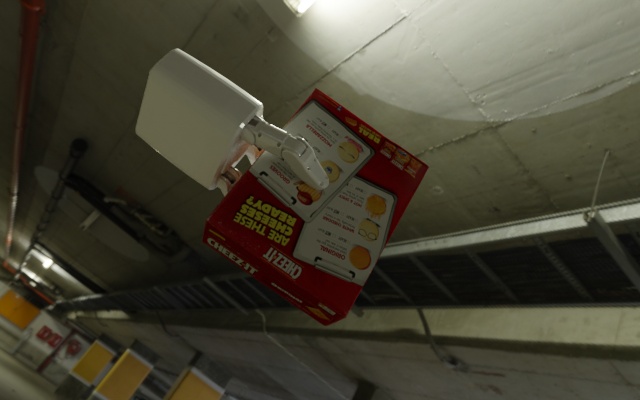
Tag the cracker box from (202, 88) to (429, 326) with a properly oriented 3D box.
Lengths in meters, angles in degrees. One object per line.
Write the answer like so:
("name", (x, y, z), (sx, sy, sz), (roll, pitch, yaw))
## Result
("cracker box", (0.000, 0.002, 0.528), (0.164, 0.213, 0.072), (35, -30, -1))
